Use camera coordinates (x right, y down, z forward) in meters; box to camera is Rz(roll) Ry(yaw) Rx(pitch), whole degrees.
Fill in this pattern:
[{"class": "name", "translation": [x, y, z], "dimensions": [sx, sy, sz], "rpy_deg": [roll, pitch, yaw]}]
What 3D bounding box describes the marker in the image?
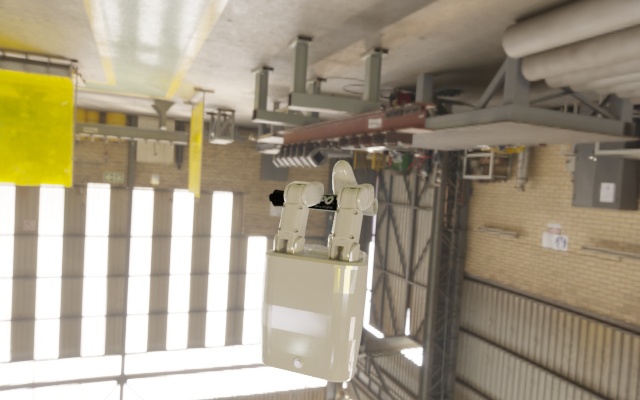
[{"class": "marker", "translation": [0.000, 0.002, 0.503], "dimensions": [0.121, 0.020, 0.020], "rpy_deg": [5, 2, 23]}]
